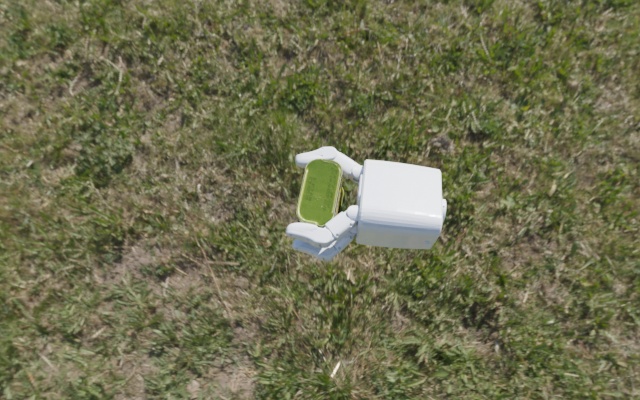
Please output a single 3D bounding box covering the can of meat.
[{"bbox_3d":[0.000,0.002,0.669,0.057,0.102,0.084,9,-21,5],"label":"can of meat"}]
